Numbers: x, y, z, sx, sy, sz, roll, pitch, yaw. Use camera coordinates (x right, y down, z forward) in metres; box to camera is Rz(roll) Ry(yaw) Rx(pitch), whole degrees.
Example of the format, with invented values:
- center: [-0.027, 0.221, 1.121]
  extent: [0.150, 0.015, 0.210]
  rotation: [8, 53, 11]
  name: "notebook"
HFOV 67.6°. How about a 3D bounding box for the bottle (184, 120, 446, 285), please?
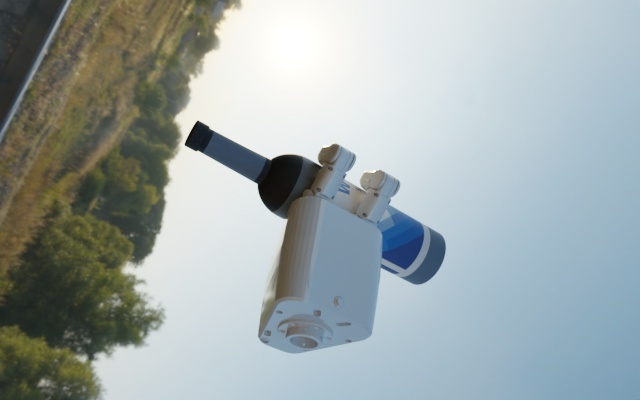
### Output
- center: [0.000, 0.002, 0.498]
  extent: [0.296, 0.069, 0.069]
  rotation: [28, -11, -21]
  name: "bottle"
